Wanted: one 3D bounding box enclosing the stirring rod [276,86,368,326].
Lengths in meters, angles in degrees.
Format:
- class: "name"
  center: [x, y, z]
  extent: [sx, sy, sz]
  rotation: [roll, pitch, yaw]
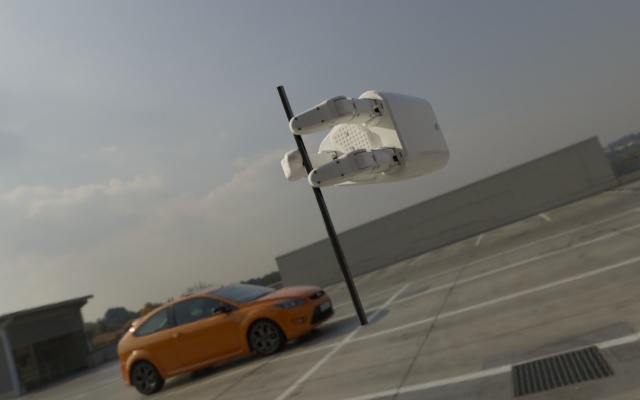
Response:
- class: "stirring rod"
  center: [0.000, 0.002, 0.453]
  extent: [0.011, 0.239, 0.011]
  rotation: [-19, -7, -3]
